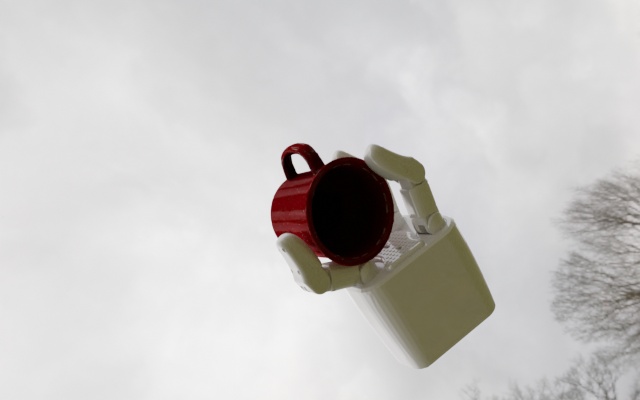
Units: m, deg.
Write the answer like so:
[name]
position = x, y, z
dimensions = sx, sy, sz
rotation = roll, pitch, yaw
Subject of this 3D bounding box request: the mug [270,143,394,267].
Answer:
[mug]
position = -0.001, 0.000, 0.435
dimensions = 0.093, 0.117, 0.081
rotation = -40, 18, -28
